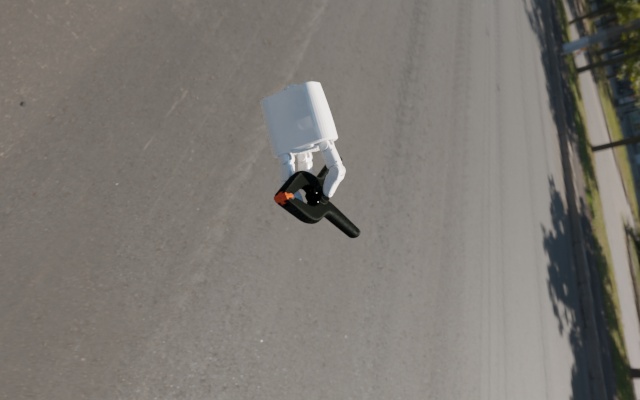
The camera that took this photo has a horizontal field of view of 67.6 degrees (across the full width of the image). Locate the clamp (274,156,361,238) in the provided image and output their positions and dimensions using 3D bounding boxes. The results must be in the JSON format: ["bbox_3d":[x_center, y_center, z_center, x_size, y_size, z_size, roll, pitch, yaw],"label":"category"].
[{"bbox_3d":[0.000,0.002,0.852,0.036,0.164,0.210,-21,-4,35],"label":"clamp"}]
